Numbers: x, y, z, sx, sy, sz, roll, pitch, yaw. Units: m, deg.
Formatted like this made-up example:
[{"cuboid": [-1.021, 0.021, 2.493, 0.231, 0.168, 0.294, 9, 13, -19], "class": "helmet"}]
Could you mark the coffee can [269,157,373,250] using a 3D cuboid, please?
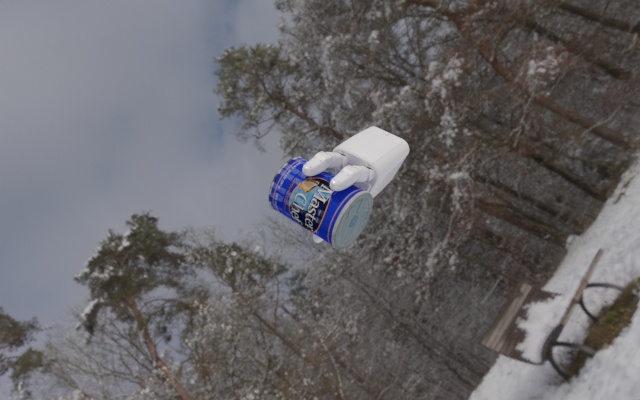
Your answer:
[{"cuboid": [0.000, 0.003, 0.785, 0.140, 0.103, 0.103, 30, 14, 27], "class": "coffee can"}]
